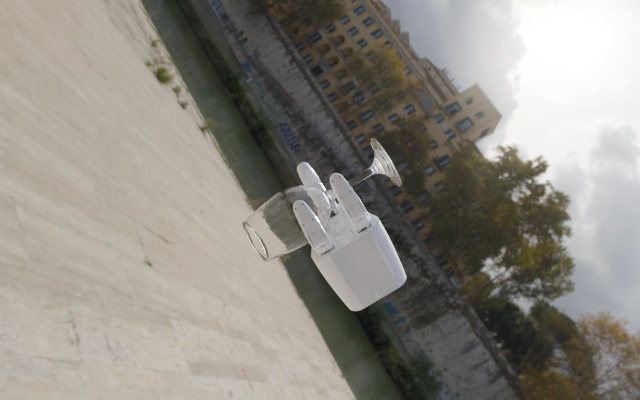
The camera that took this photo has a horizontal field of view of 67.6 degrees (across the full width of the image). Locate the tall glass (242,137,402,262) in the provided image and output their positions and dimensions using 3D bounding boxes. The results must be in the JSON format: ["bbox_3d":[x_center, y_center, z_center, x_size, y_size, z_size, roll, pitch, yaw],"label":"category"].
[{"bbox_3d":[0.001,0.002,0.618,0.201,0.079,0.079,-31,0,1],"label":"tall glass"}]
